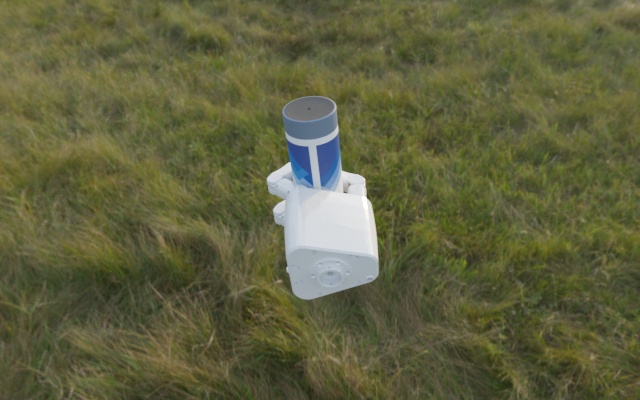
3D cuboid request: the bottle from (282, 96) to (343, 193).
[{"bbox_3d":[0.000,0.002,0.673,0.069,0.296,0.069,-4,39,3],"label":"bottle"}]
